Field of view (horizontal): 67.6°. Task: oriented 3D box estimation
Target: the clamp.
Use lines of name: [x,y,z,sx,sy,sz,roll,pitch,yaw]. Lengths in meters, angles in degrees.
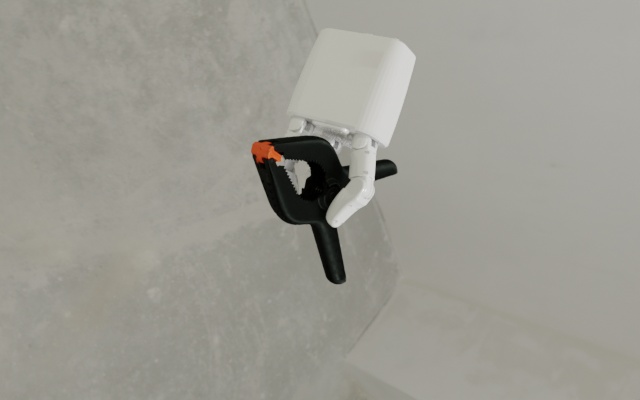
clamp: [0.000,0.002,0.515,0.036,0.164,0.210,18,-4,42]
